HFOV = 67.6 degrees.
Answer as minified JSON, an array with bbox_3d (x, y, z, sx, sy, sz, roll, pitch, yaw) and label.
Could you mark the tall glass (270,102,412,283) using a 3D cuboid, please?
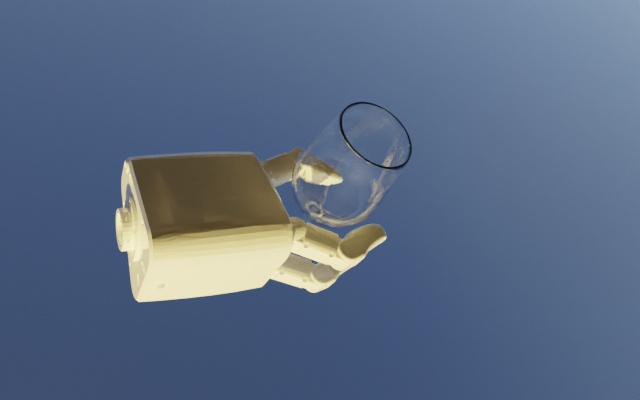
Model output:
[{"bbox_3d":[0.000,0.002,0.426,0.079,0.079,0.201,0,-30,-29],"label":"tall glass"}]
